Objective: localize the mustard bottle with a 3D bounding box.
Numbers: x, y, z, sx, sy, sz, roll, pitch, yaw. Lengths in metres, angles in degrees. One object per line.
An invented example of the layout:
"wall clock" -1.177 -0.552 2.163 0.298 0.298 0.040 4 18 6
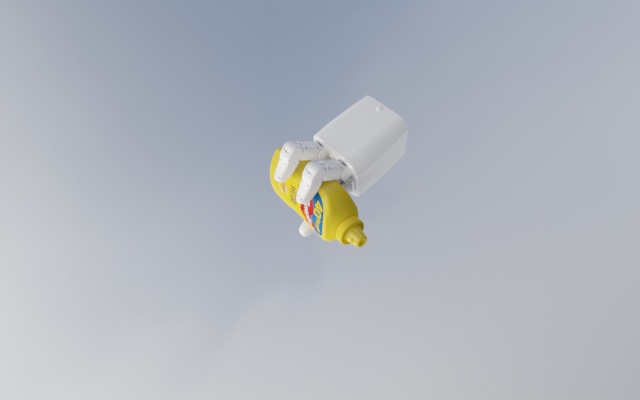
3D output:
"mustard bottle" 0.000 0.002 0.688 0.058 0.096 0.191 -24 48 -29
